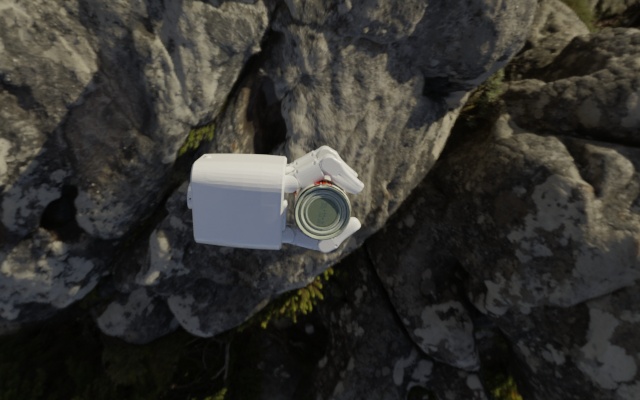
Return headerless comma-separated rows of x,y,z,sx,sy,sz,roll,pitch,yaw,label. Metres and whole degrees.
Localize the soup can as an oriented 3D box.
0.001,0.002,0.591,0.068,0.068,0.102,0,14,-3,soup can
